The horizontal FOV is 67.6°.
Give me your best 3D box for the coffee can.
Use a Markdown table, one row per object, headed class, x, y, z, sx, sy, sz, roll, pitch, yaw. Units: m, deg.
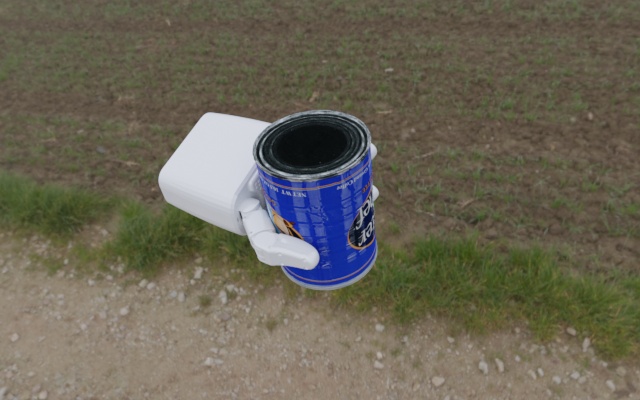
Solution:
| class | x | y | z | sx | sy | sz | roll | pitch | yaw |
| --- | --- | --- | --- | --- | --- | --- | --- | --- | --- |
| coffee can | 0.000 | 0.002 | 0.453 | 0.103 | 0.140 | 0.102 | -5 | 41 | 4 |
